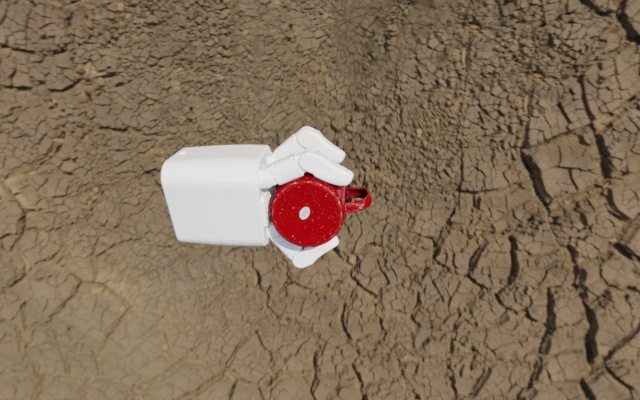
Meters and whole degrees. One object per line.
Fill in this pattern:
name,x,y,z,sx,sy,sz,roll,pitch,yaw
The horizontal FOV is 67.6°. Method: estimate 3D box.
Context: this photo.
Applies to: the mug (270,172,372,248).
mug,0.002,0.002,0.547,0.117,0.093,0.081,0,21,5
